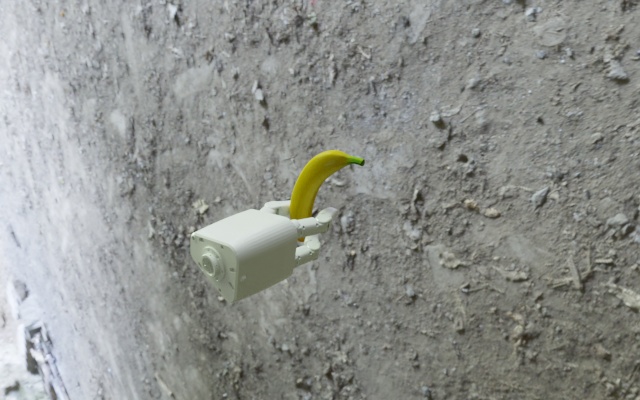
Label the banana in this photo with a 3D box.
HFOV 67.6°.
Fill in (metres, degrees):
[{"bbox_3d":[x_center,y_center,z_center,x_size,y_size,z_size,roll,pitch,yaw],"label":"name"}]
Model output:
[{"bbox_3d":[-0.010,-0.013,0.737,0.037,0.069,0.198,-24,-23,-46],"label":"banana"}]
